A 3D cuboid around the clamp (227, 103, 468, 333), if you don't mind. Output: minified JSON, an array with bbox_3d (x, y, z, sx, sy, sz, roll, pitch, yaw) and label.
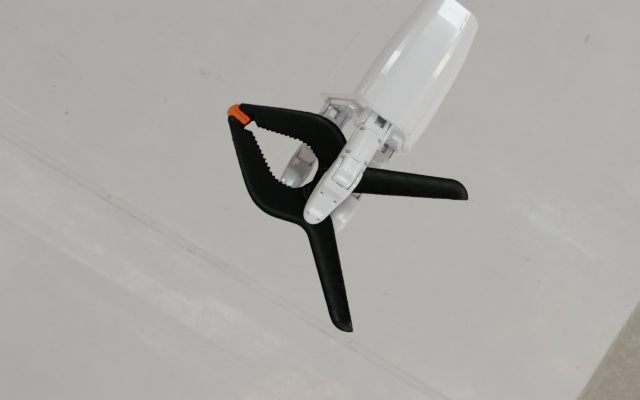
[{"bbox_3d":[0.000,0.001,0.404,0.210,0.164,0.036,34,0,-7],"label":"clamp"}]
